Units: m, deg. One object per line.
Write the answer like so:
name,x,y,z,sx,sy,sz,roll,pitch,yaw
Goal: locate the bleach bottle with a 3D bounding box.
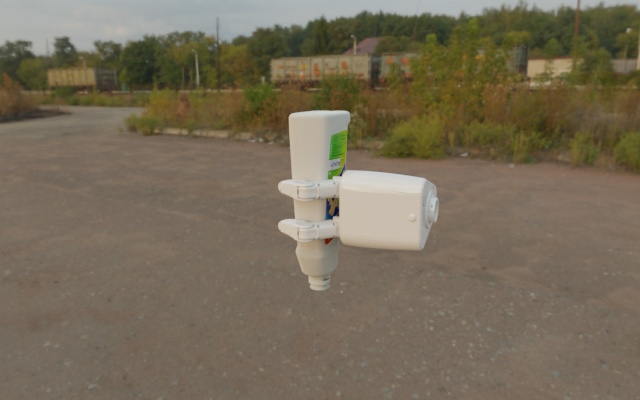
bleach bottle,0.000,0.002,0.677,0.068,0.251,0.102,5,15,22
